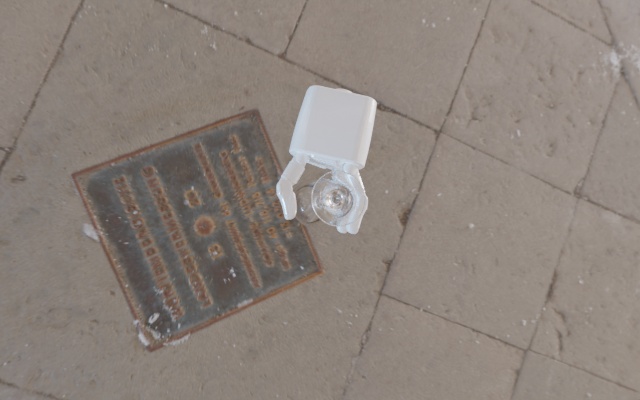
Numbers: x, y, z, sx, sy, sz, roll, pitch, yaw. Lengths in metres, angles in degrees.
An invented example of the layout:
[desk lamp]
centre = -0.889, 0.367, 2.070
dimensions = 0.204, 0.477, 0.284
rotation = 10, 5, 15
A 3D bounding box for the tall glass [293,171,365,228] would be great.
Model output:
[tall glass]
centre = 0.000, 0.002, 0.726
dimensions = 0.079, 0.079, 0.201
rotation = 0, -3, -14
